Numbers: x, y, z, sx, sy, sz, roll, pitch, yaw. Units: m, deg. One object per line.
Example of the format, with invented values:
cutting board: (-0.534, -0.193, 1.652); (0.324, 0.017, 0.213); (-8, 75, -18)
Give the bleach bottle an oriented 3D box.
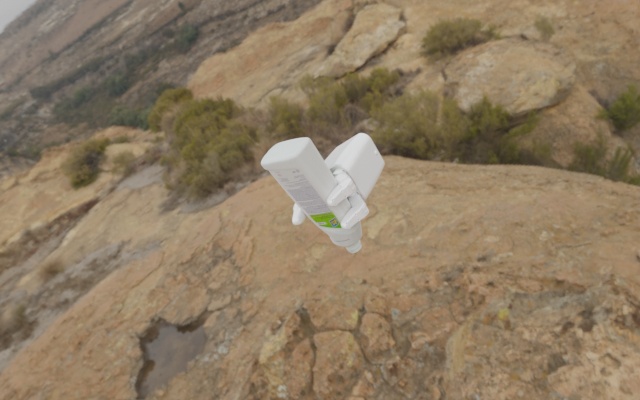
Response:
bleach bottle: (0.000, 0.003, 0.885); (0.102, 0.251, 0.068); (-5, 40, 42)
